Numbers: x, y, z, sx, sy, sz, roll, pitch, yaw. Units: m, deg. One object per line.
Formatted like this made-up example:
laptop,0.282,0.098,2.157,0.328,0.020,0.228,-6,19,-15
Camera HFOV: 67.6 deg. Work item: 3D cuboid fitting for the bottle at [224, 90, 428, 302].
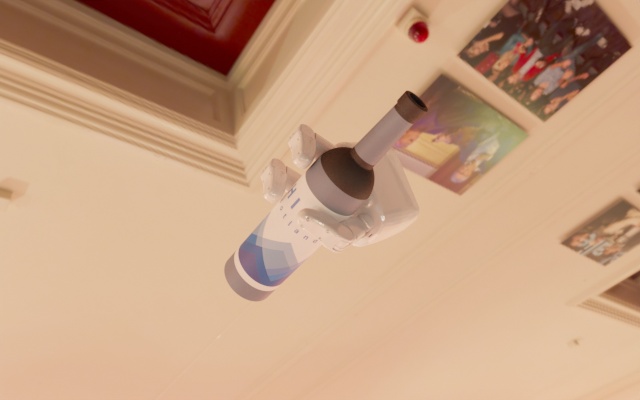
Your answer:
bottle,0.000,0.002,0.507,0.069,0.069,0.296,0,-39,-50
